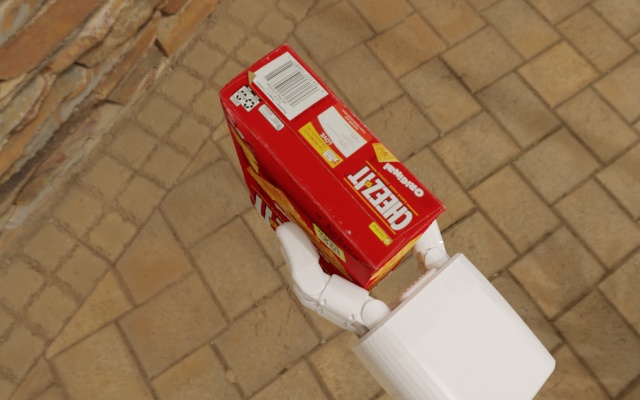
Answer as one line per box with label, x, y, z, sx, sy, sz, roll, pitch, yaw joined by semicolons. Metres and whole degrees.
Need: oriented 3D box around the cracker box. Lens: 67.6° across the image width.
cracker box;0.000;0.001;0.407;0.072;0.164;0.214;-39;-14;-14
